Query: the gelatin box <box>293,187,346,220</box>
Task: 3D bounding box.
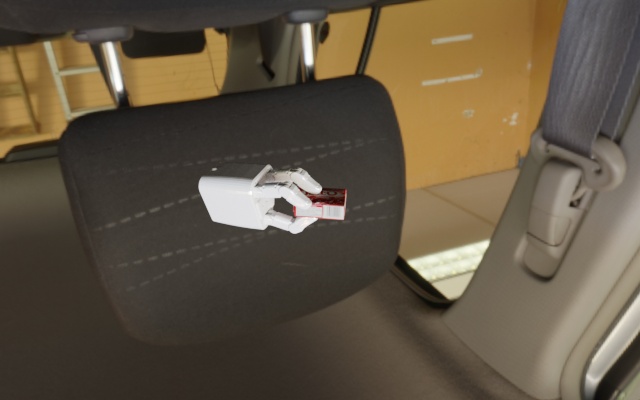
[{"bbox_3d":[0.000,0.003,0.848,0.089,0.030,0.073,4,25,3],"label":"gelatin box"}]
